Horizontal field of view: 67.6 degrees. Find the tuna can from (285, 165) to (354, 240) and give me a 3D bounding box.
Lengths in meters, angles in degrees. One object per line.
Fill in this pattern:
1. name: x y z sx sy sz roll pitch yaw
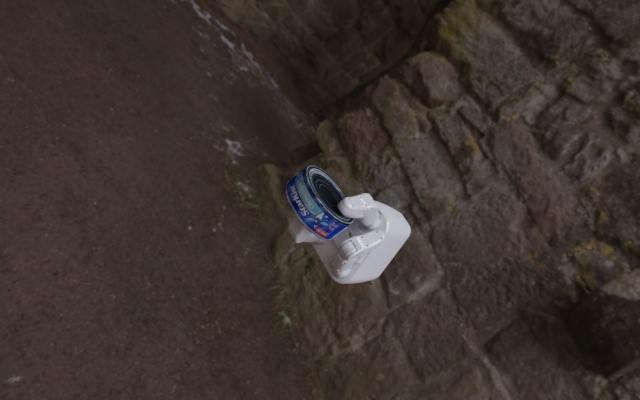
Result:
1. tuna can: 0.000 0.001 0.556 0.034 0.086 0.086 -38 -16 22
